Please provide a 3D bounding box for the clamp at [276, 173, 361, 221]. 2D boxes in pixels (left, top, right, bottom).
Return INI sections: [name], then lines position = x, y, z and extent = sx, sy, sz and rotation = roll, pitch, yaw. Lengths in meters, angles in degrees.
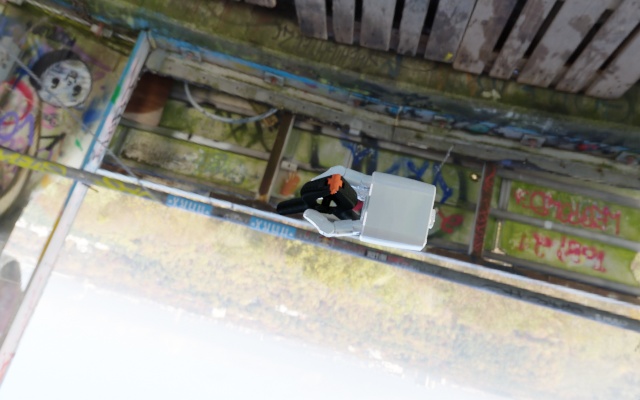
[clamp]
position = 0.000, 0.003, 0.808
extent = 0.164, 0.036, 0.210
rotation = 8, -19, 3
